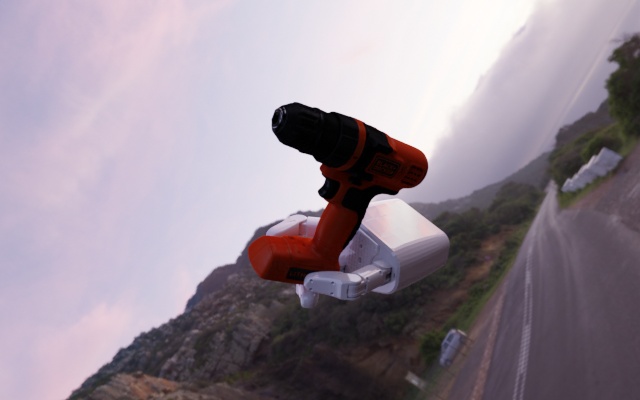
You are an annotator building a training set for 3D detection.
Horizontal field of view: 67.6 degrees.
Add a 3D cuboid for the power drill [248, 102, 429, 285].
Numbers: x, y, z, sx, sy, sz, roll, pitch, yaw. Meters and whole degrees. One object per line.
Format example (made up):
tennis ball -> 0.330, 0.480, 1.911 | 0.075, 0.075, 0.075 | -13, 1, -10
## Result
power drill -> 0.000, 0.002, 0.486 | 0.184, 0.188, 0.057 | 16, 30, -34
